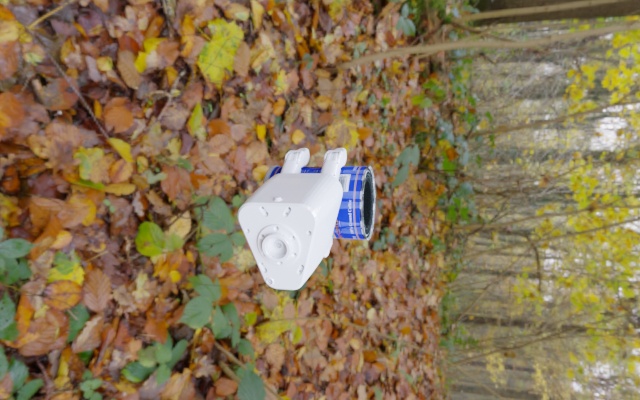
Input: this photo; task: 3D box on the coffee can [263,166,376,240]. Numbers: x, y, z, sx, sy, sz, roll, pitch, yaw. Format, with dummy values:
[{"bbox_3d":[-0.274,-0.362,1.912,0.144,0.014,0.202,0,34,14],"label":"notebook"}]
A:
[{"bbox_3d":[0.000,0.002,0.672,0.140,0.103,0.103,1,0,16],"label":"coffee can"}]
